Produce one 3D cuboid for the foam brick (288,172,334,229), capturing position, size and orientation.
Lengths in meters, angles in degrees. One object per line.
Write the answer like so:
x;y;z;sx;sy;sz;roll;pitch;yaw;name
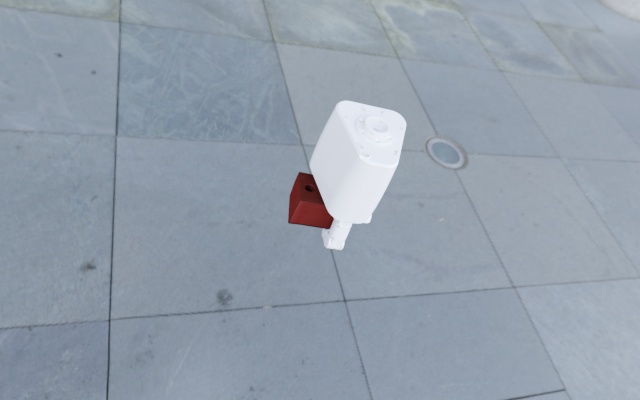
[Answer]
0.000;0.002;0.644;0.078;0.053;0.051;9;-41;-14;foam brick
